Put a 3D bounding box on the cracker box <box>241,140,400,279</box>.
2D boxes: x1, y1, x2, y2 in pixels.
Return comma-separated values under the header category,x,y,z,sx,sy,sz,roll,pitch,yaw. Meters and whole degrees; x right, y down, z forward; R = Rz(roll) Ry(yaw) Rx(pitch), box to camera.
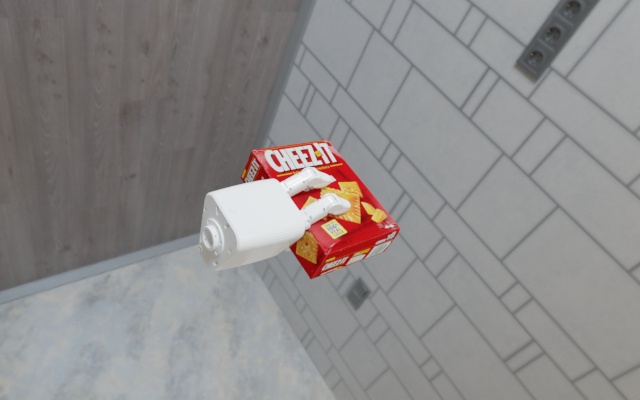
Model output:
category,x,y,z,sx,sy,sz,roll,pitch,yaw
cracker box,0.000,0.003,0.756,0.164,0.213,0.072,-13,-34,-40
